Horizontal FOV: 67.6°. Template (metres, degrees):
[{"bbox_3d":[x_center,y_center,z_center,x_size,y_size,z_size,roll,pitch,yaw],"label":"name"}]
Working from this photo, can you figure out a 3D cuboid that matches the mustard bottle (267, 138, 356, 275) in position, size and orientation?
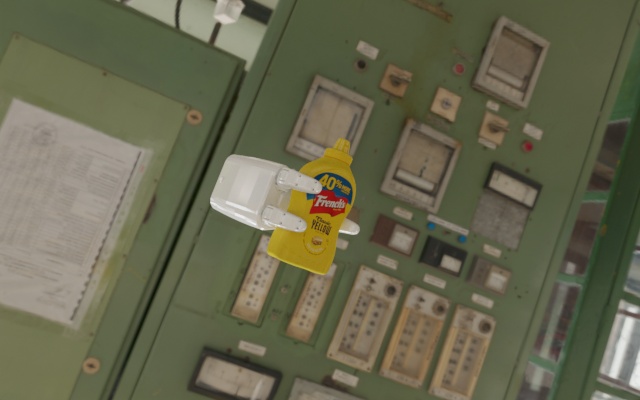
[{"bbox_3d":[0.000,0.003,0.678,0.096,0.191,0.058,25,-7,-32],"label":"mustard bottle"}]
